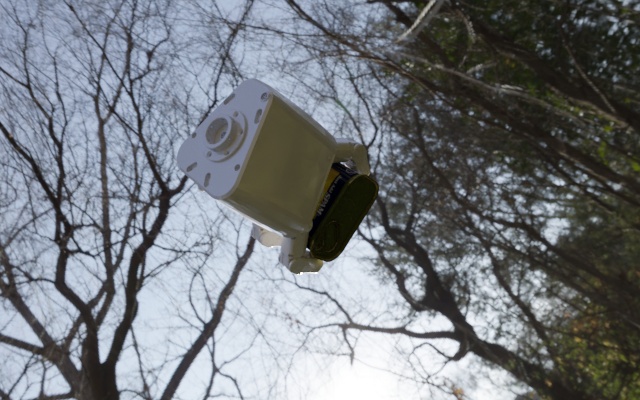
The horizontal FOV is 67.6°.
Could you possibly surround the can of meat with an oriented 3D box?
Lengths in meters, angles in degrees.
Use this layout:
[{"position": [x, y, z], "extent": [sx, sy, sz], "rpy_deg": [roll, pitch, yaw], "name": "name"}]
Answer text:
[{"position": [0.000, 0.002, 0.525], "extent": [0.084, 0.102, 0.057], "rpy_deg": [34, 4, 37], "name": "can of meat"}]
